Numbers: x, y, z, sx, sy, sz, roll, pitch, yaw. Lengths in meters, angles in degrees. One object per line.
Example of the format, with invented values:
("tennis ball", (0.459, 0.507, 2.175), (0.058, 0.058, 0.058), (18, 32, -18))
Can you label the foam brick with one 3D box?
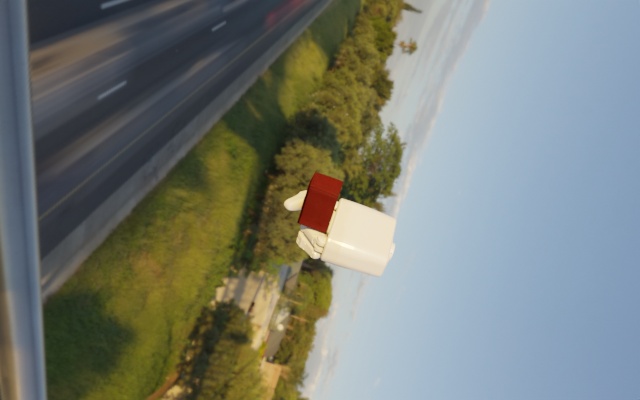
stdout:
("foam brick", (0.000, 0.002, 0.787), (0.051, 0.078, 0.053), (19, 33, 2))
